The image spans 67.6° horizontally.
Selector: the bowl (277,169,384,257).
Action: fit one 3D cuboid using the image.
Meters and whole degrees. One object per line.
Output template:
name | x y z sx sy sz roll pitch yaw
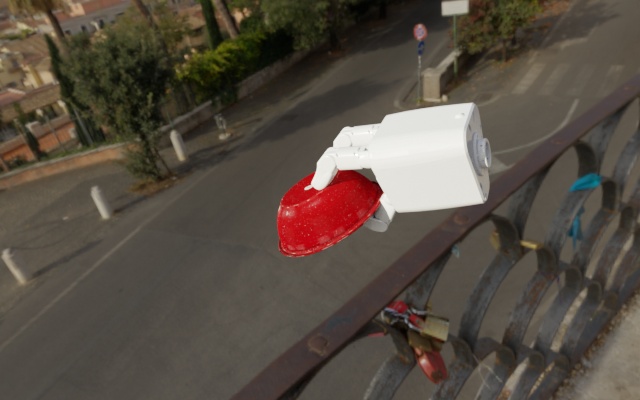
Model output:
bowl | -0.001 0.002 0.633 0.162 0.055 0.162 -28 20 12
